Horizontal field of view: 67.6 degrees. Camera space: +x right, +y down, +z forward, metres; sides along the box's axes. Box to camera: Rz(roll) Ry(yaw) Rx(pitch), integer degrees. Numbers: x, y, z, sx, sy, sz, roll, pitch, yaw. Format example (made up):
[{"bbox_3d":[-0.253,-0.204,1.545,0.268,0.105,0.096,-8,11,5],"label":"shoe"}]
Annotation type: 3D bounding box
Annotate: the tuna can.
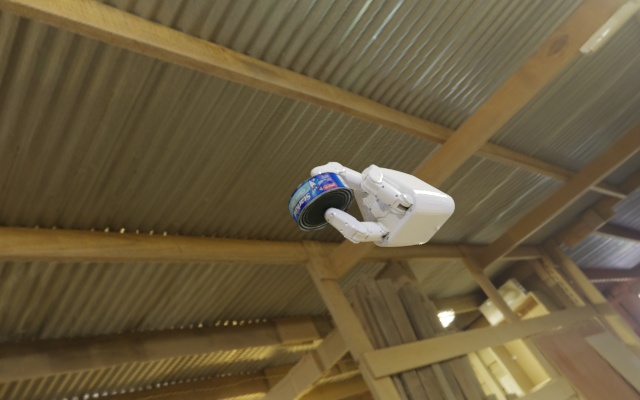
[{"bbox_3d":[0.000,0.002,0.643,0.086,0.033,0.086,-25,-30,-16],"label":"tuna can"}]
